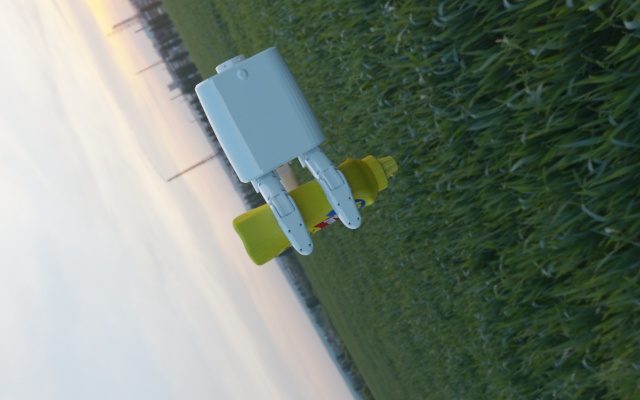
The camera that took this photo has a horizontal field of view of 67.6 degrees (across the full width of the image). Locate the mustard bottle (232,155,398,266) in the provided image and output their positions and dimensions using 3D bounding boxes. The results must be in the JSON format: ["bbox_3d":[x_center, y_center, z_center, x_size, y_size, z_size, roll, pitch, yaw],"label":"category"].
[{"bbox_3d":[0.000,0.002,0.527,0.191,0.058,0.096,-29,-10,-8],"label":"mustard bottle"}]
